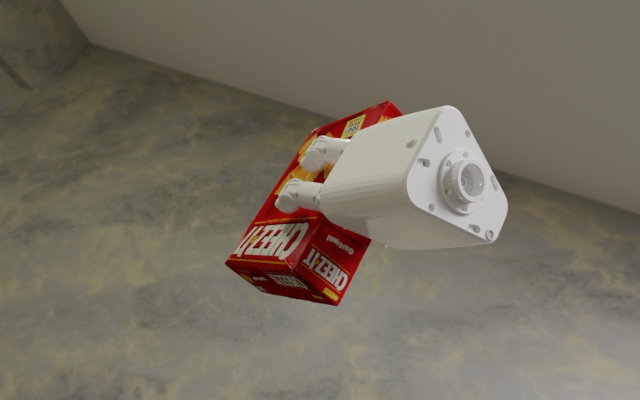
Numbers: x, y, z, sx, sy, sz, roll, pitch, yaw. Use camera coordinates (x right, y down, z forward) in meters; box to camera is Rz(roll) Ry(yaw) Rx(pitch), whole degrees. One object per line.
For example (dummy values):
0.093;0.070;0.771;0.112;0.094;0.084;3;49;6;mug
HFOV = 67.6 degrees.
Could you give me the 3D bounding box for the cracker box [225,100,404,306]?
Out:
0.000;0.002;0.539;0.072;0.213;0.164;41;-25;-23;cracker box
